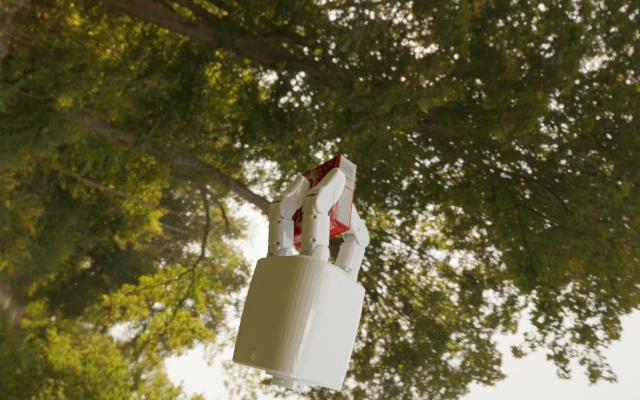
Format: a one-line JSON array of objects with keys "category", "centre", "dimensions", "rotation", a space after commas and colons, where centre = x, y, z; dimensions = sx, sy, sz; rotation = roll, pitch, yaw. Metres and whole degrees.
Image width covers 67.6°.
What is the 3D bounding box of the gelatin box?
[{"category": "gelatin box", "centre": [0.000, 0.002, 0.525], "dimensions": [0.073, 0.089, 0.030], "rotation": [-25, -46, 39]}]
